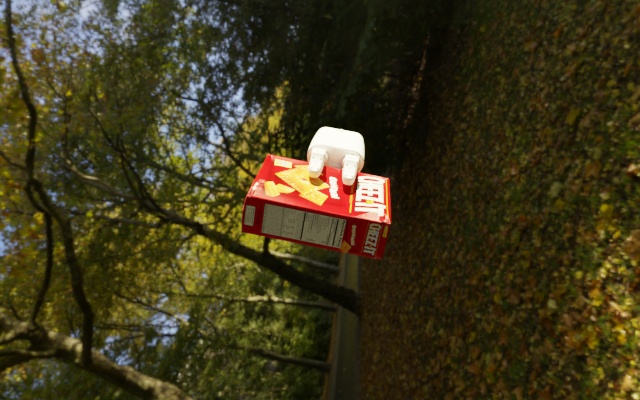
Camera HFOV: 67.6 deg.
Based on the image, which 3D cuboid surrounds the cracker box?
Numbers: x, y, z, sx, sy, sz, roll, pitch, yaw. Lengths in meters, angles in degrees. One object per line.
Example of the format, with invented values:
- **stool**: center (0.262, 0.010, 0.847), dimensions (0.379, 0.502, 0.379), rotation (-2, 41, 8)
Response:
- **cracker box**: center (0.000, 0.003, 0.753), dimensions (0.213, 0.072, 0.164), rotation (11, 27, 2)
